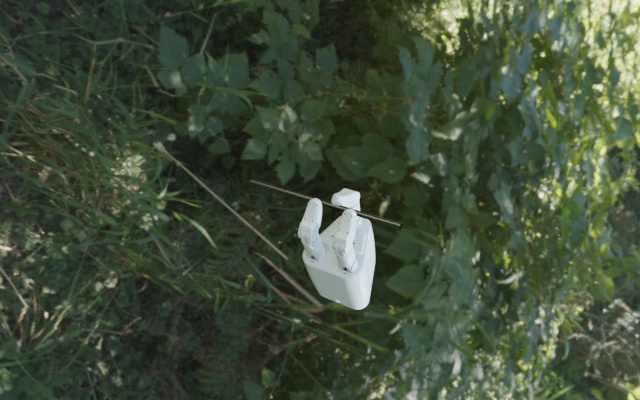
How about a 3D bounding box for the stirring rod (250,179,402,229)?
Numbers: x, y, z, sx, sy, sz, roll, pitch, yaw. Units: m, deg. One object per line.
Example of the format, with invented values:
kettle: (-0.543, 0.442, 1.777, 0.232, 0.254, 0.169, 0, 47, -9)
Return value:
stirring rod: (0.000, 0.002, 0.669, 0.239, 0.011, 0.011, 17, 7, 26)
